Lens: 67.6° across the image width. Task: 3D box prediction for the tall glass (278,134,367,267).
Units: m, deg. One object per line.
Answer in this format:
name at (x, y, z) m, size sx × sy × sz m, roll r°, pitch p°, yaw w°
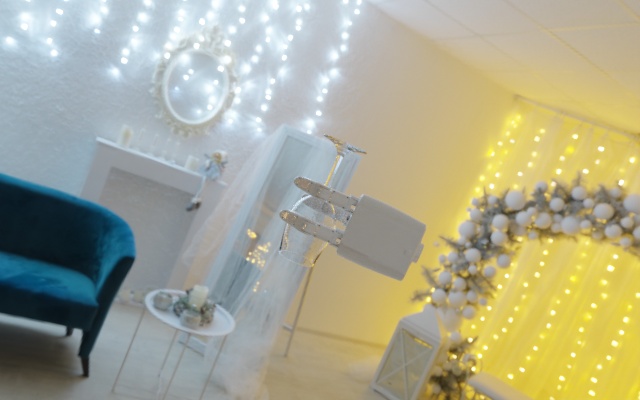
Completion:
tall glass at (0.000, 0.002, 0.754) m, size 0.079 × 0.201 × 0.079 m, roll 24°, pitch 5°, yaw -2°
